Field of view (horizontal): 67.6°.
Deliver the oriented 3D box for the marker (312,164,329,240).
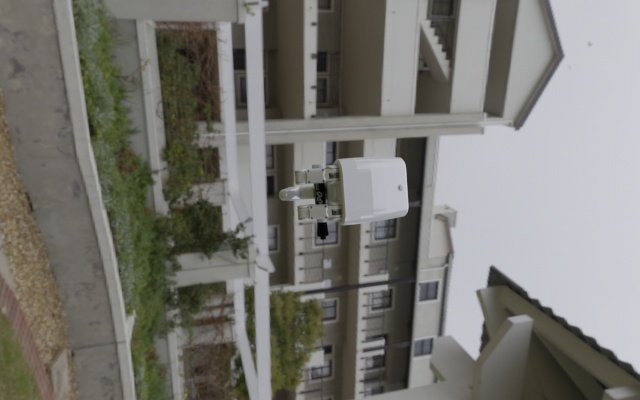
[{"bbox_3d":[0.000,0.003,0.764,0.020,0.121,0.020,-4,5,0],"label":"marker"}]
